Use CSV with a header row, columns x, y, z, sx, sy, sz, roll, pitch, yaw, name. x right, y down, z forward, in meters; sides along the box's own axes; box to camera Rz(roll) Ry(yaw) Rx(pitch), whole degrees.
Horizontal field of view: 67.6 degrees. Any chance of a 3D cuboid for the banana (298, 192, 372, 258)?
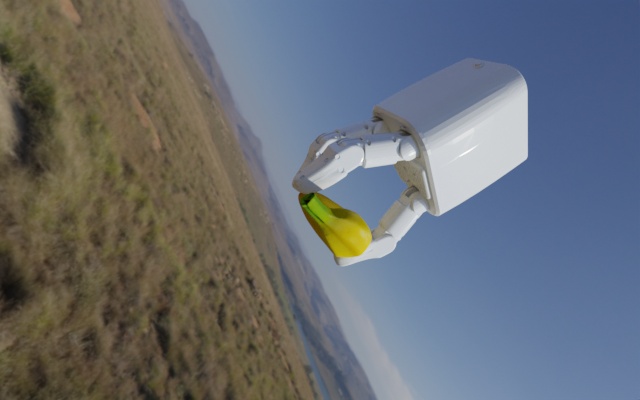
x,y,z,sx,sy,sz,roll,pitch,yaw,name
0.011,0.017,0.423,0.037,0.069,0.198,-34,3,-4,banana
